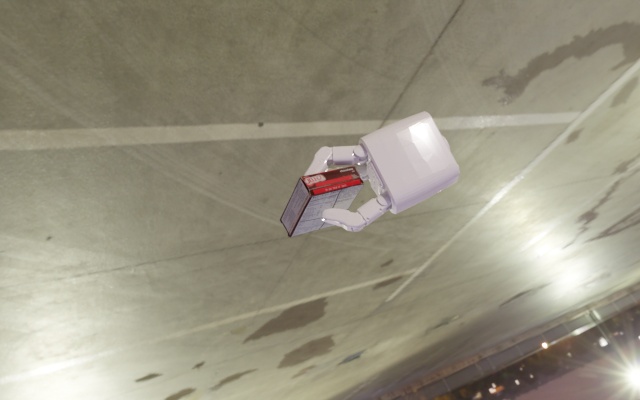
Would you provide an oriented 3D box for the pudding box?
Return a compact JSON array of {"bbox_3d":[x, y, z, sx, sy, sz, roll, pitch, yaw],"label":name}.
[{"bbox_3d":[0.000,0.002,0.687,0.090,0.039,0.114,-13,-30,-30],"label":"pudding box"}]
